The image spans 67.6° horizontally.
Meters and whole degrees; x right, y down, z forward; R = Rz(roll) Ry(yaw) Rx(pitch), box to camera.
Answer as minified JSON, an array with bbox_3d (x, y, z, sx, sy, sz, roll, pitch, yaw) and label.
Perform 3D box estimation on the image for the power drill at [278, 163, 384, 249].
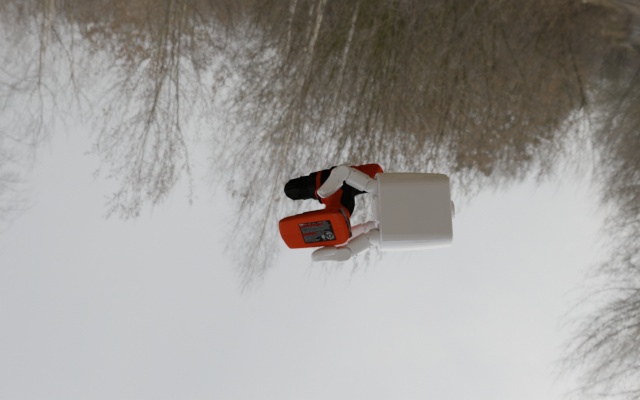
[{"bbox_3d":[0.000,0.003,0.769,0.184,0.057,0.187,-10,27,24],"label":"power drill"}]
